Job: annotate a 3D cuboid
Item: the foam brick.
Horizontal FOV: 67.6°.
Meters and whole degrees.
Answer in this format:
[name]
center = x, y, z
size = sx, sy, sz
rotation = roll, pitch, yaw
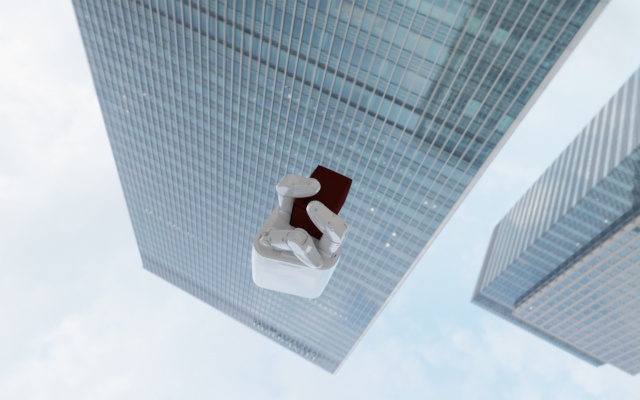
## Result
[foam brick]
center = 0.000, 0.002, 0.635
size = 0.053, 0.078, 0.051
rotation = 26, -35, 9
